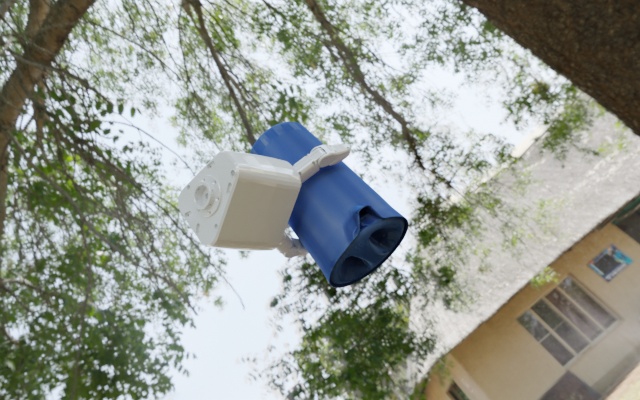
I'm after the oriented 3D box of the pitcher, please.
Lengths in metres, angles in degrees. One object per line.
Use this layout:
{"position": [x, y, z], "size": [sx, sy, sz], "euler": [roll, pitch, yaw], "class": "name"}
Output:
{"position": [0.000, 0.002, 0.696], "size": [0.145, 0.149, 0.242], "euler": [5, 37, -51], "class": "pitcher"}
